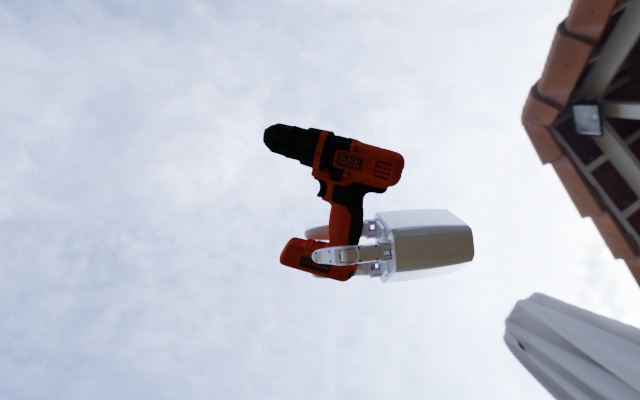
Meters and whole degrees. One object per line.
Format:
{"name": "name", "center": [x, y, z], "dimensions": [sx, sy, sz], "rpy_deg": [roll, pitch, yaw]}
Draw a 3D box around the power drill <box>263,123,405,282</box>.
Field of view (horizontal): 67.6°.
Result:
{"name": "power drill", "center": [0.000, 0.003, 0.627], "dimensions": [0.184, 0.188, 0.057], "rpy_deg": [16, 19, 8]}
